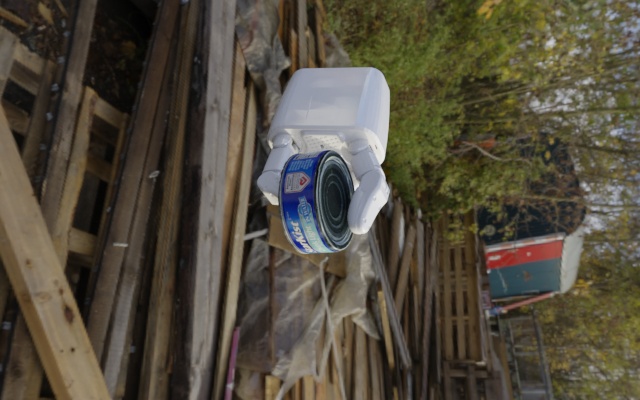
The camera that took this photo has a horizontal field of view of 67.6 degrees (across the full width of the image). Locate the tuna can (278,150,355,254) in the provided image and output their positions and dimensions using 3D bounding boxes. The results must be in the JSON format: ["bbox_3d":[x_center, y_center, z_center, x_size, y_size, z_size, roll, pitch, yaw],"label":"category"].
[{"bbox_3d":[0.001,0.001,0.400,0.034,0.086,0.086,-5,-2,25],"label":"tuna can"}]
